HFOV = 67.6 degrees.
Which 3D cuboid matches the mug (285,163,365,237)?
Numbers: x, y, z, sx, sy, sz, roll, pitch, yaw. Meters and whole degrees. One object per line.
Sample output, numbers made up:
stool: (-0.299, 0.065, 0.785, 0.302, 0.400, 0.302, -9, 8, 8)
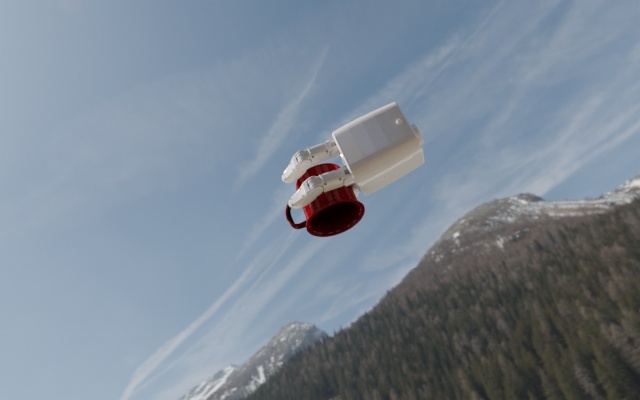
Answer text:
mug: (-0.001, 0.003, 0.735, 0.117, 0.081, 0.093, -27, -33, 8)
